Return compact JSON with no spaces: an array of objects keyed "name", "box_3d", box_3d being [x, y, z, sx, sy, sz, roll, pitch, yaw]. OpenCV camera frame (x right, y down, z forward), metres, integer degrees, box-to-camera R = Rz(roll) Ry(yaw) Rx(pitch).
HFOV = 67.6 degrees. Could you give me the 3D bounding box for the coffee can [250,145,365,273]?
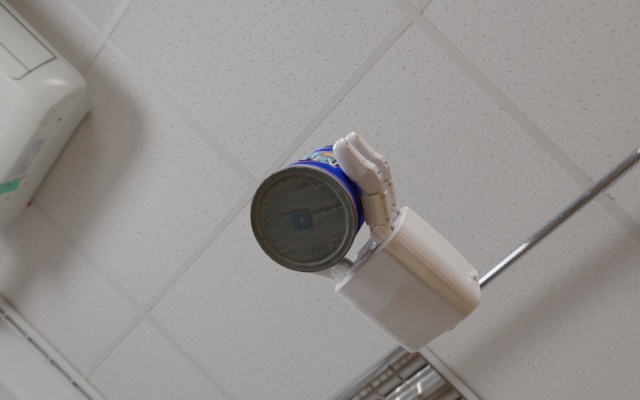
[{"name":"coffee can","box_3d":[0.000,0.002,0.502,0.103,0.103,0.140,0,14,15]}]
